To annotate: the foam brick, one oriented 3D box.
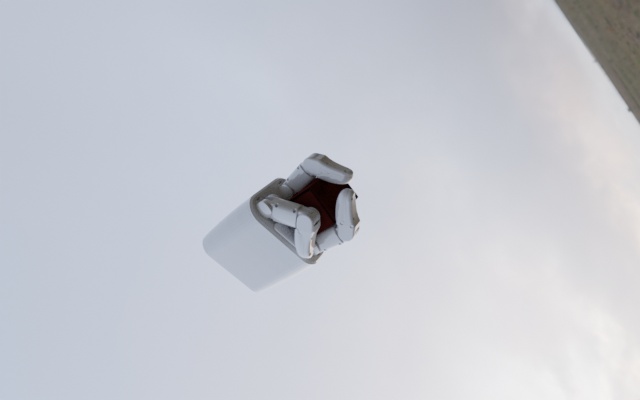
[{"bbox_3d":[0.000,0.002,0.578,0.051,0.053,0.078,-34,5,33],"label":"foam brick"}]
